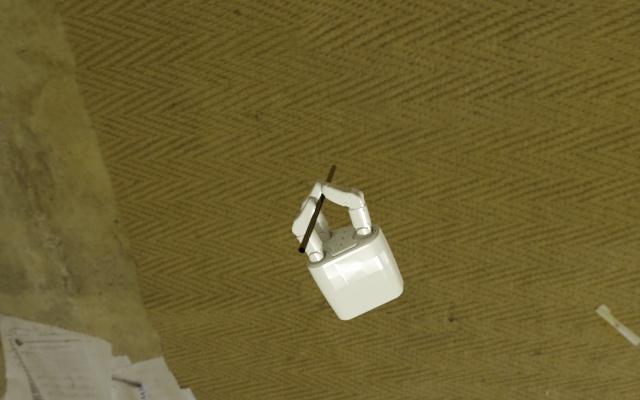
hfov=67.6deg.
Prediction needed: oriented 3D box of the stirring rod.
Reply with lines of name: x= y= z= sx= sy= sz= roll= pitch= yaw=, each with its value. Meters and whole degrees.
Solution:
stirring rod: x=0.000 y=0.002 z=0.642 sx=0.011 sy=0.011 sz=0.239 roll=0 pitch=27 yaw=11
